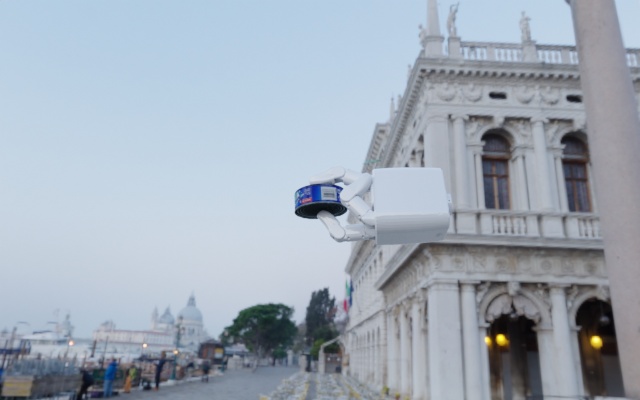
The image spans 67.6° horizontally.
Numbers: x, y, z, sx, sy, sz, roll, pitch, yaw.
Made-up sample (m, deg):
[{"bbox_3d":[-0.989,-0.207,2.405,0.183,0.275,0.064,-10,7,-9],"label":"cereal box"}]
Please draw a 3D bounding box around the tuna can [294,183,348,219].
[{"bbox_3d":[0.000,0.002,0.772,0.086,0.033,0.086,-3,-19,-1],"label":"tuna can"}]
